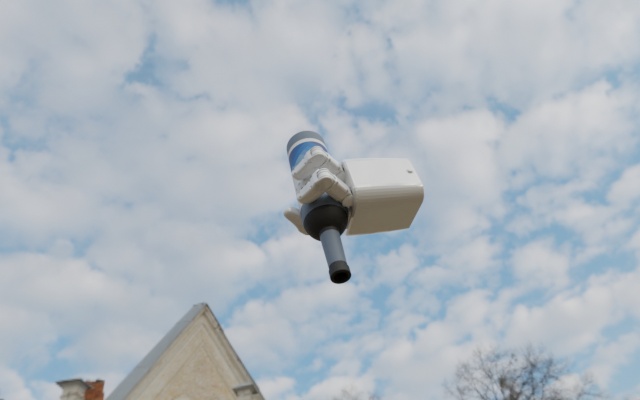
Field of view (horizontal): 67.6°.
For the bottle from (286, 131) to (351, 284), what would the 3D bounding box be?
[{"bbox_3d":[0.000,0.002,0.709,0.069,0.069,0.295,0,40,-13],"label":"bottle"}]
